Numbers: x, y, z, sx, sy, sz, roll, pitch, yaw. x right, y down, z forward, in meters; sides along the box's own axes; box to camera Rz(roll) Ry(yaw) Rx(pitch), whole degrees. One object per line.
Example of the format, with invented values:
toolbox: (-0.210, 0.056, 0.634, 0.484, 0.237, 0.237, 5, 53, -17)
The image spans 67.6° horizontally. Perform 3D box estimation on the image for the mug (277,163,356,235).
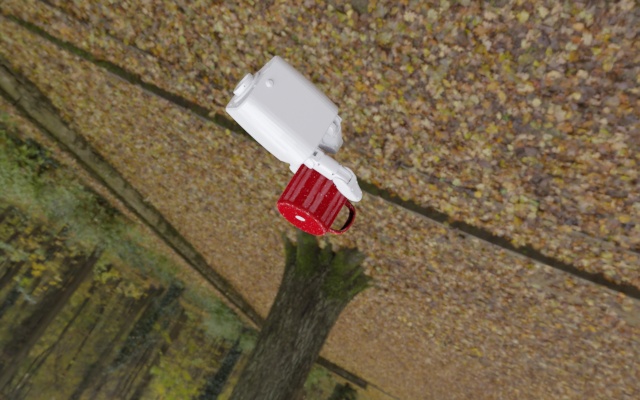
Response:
mug: (0.001, 0.003, 0.676, 0.117, 0.081, 0.093, 40, -22, -22)
